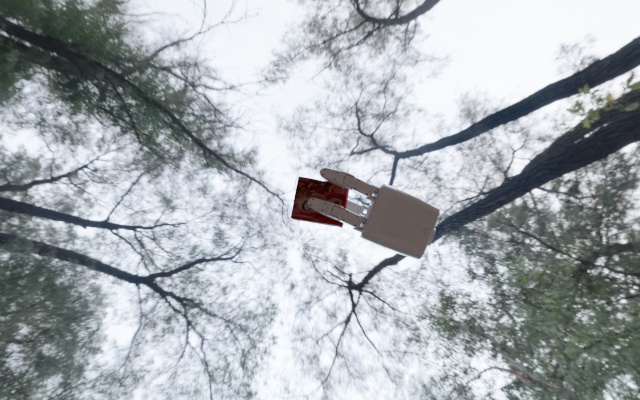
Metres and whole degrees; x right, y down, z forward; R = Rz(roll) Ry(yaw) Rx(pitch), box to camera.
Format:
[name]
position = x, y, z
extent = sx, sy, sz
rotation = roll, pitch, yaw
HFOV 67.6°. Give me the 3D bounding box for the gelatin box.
[gelatin box]
position = 0.000, 0.003, 0.804
extent = 0.089, 0.073, 0.030
rotation = 9, -8, 8
